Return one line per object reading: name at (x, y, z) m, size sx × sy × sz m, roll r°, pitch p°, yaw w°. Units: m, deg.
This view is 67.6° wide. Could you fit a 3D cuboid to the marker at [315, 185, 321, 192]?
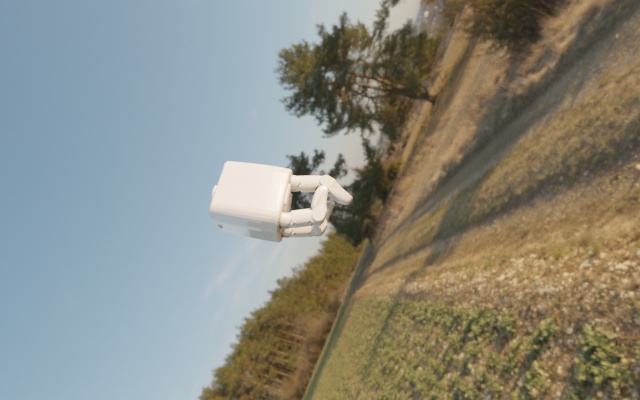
marker at (0.000, 0.003, 0.788) m, size 0.020 × 0.020 × 0.121 m, roll 0°, pitch -19°, yaw -1°
